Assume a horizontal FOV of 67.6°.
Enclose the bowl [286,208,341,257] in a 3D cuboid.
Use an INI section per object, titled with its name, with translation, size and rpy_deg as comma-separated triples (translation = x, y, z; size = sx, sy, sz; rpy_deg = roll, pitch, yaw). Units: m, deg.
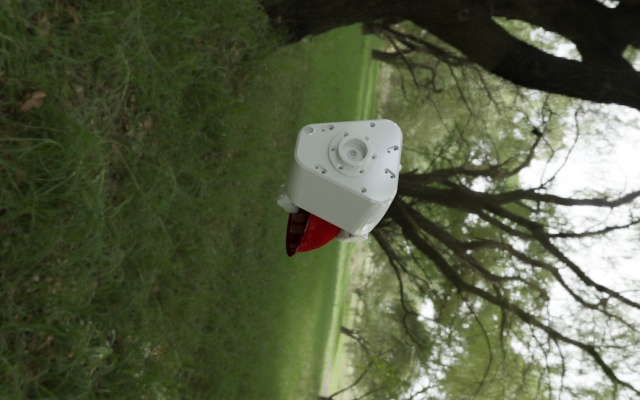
[bowl]
translation = 0.000, 0.002, 0.645
size = 0.055, 0.162, 0.162
rpy_deg = 14, -3, -12
